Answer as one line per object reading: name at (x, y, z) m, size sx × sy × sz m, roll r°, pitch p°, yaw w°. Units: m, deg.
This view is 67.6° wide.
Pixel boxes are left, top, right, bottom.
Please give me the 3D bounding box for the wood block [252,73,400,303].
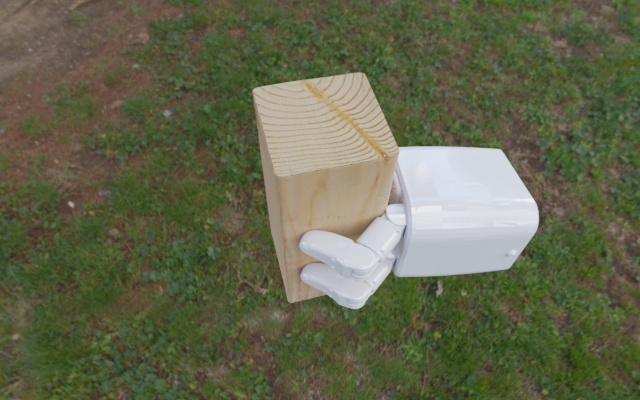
wood block at (0.000, 0.001, 0.425) m, size 0.090 × 0.090 × 0.206 m, roll -11°, pitch -34°, yaw -9°
